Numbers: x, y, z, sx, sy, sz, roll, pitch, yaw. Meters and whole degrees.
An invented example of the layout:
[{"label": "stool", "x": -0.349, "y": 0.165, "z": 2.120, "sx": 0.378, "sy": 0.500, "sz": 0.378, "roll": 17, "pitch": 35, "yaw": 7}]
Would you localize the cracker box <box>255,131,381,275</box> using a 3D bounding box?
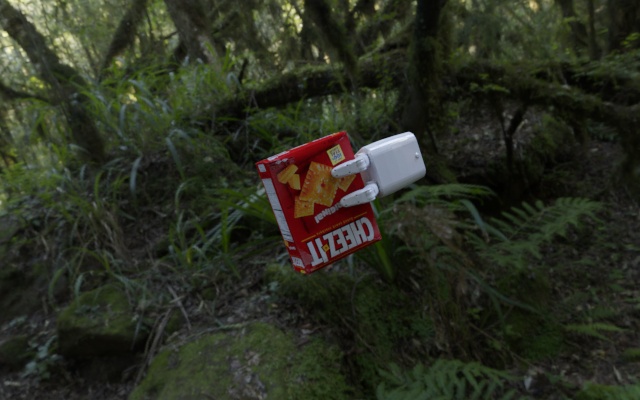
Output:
[{"label": "cracker box", "x": 0.000, "y": 0.003, "z": 0.863, "sx": 0.164, "sy": 0.214, "sz": 0.072, "roll": -23, "pitch": 10, "yaw": -20}]
